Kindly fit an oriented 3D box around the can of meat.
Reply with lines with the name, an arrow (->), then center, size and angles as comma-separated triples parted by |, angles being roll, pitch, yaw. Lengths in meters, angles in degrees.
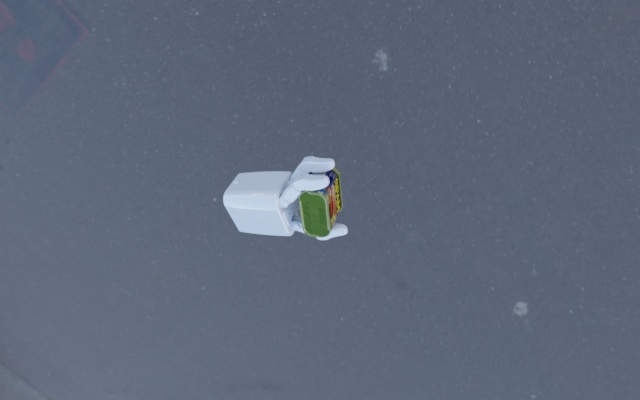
can of meat -> 0.000, 0.003, 0.842 | 0.057, 0.102, 0.084 | 4, 35, 15
